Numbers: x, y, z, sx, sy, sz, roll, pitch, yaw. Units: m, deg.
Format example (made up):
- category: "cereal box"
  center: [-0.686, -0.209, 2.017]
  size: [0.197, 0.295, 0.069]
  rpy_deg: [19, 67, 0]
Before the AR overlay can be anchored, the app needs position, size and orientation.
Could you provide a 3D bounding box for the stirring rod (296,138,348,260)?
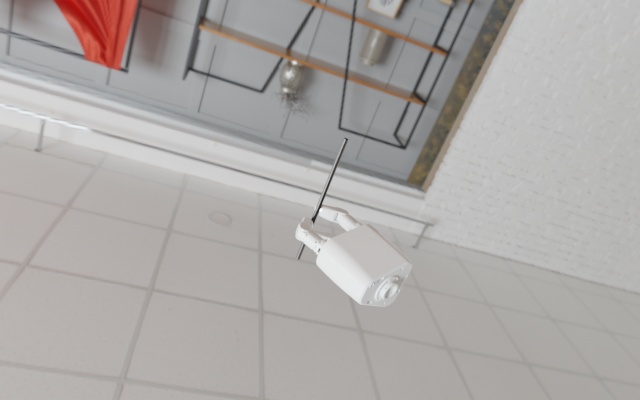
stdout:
- category: "stirring rod"
  center: [0.000, 0.003, 0.820]
  size: [0.011, 0.240, 0.011]
  rpy_deg: [18, 23, -8]
